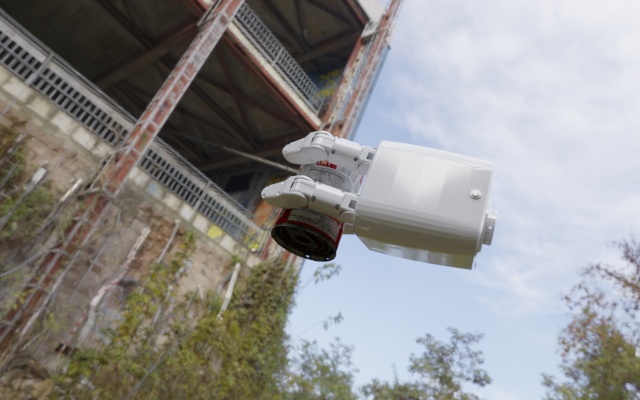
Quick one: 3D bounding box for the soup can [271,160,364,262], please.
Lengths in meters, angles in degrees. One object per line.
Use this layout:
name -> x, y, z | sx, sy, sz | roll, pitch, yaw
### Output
soup can -> 0.000, 0.001, 0.486 | 0.068, 0.102, 0.068 | 17, -28, 10
